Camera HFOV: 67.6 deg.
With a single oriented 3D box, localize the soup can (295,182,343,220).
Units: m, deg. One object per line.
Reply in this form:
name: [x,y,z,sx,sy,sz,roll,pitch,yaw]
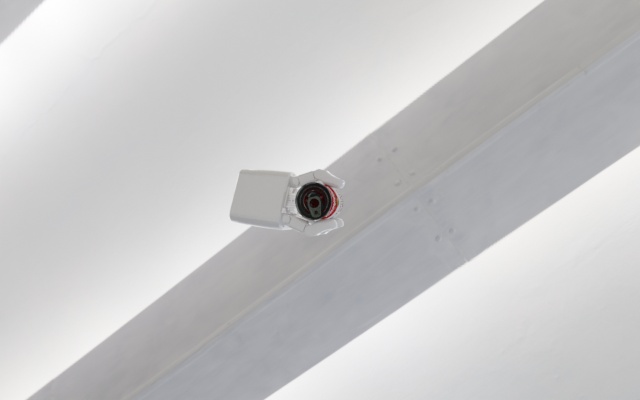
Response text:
soup can: [0.001,0.003,0.888,0.068,0.068,0.102,0,-2,15]
